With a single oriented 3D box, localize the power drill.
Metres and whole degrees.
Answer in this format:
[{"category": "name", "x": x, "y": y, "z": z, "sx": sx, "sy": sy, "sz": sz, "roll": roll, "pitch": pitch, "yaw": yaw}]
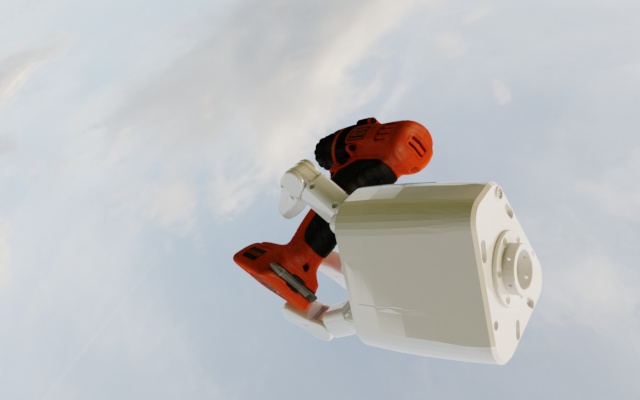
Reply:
[{"category": "power drill", "x": 0.000, "y": 0.002, "z": 0.453, "sx": 0.057, "sy": 0.187, "sz": 0.184, "roll": 42, "pitch": -13, "yaw": -19}]
